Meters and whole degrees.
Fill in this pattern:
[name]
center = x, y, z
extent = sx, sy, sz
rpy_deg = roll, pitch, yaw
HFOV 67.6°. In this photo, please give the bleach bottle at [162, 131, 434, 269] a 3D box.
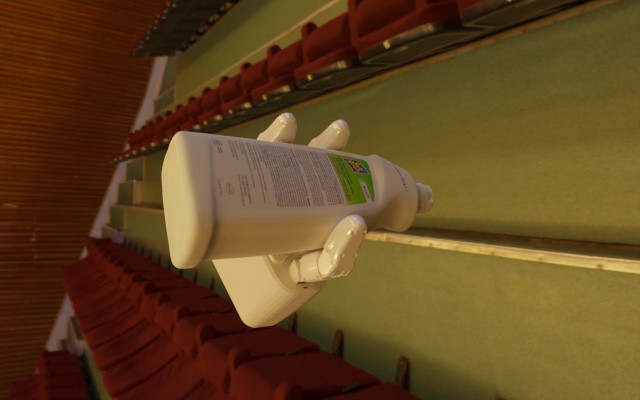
[bleach bottle]
center = 0.000, 0.001, 0.412
extent = 0.251, 0.102, 0.068
rpy_deg = 2, -34, -31
